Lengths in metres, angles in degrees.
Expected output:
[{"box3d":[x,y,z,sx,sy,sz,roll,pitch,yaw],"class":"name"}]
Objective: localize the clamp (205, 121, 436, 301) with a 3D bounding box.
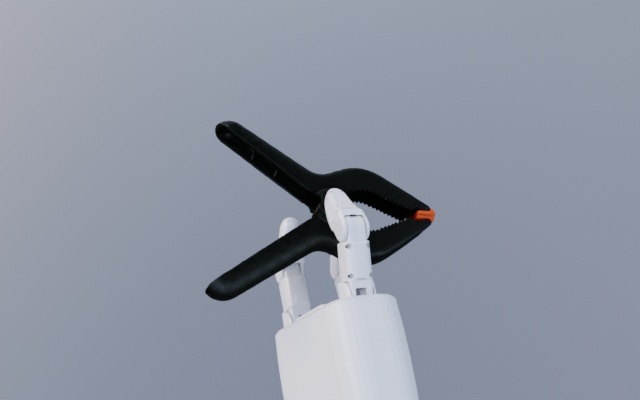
[{"box3d":[0.001,0.001,0.425,0.210,0.164,0.036,-1,-27,-19],"class":"clamp"}]
